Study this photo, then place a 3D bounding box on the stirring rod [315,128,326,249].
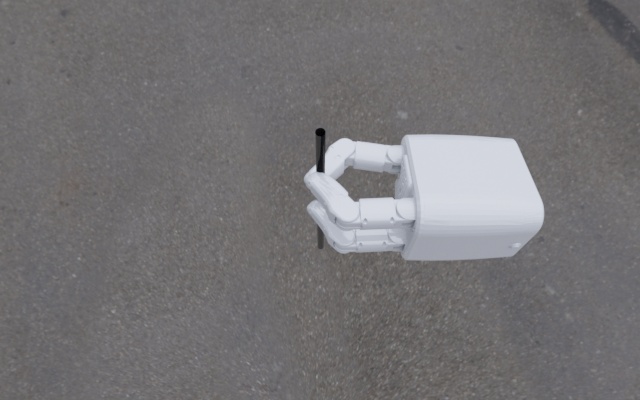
[{"bbox_3d":[0.000,0.002,0.474,0.011,0.011,0.240,0,-27,0],"label":"stirring rod"}]
